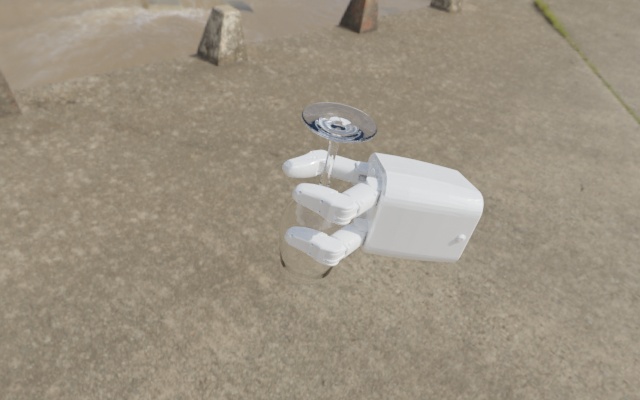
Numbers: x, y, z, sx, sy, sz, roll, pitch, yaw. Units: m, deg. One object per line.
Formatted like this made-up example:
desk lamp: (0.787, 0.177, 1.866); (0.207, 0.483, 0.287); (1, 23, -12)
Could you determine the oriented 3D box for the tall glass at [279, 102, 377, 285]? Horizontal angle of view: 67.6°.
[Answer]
tall glass: (0.000, 0.001, 0.514); (0.079, 0.201, 0.079); (9, 37, -7)
